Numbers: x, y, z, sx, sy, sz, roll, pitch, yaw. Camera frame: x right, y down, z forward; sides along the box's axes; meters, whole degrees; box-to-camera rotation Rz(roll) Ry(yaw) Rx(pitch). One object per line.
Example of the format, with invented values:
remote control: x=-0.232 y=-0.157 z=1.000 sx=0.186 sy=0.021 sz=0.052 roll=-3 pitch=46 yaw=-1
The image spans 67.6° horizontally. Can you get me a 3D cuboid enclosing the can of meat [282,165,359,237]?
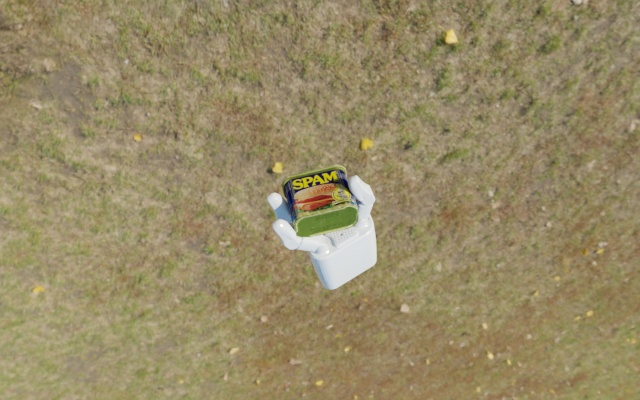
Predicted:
can of meat: x=0.000 y=0.003 z=0.713 sx=0.102 sy=0.084 sz=0.057 roll=-13 pitch=-40 yaw=-4
